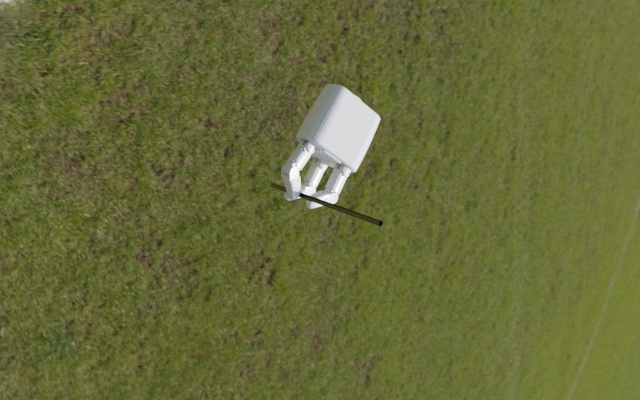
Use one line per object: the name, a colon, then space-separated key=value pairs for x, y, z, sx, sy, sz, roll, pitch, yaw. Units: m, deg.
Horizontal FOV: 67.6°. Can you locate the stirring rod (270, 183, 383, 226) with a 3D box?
stirring rod: x=0.000 y=0.002 z=0.743 sx=0.011 sy=0.011 sz=0.239 roll=0 pitch=14 yaw=-46
